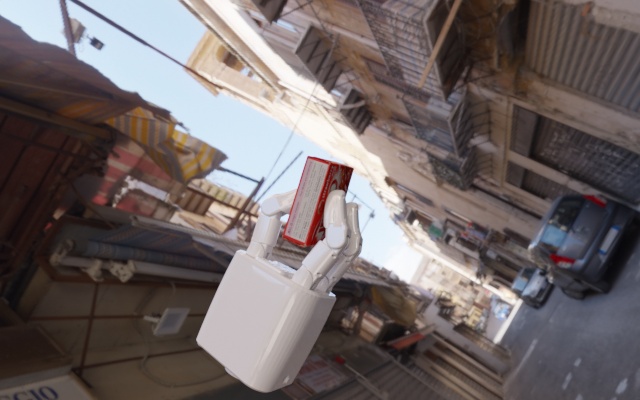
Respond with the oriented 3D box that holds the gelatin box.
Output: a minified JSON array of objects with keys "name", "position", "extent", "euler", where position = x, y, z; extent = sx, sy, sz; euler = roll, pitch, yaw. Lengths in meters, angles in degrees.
[{"name":"gelatin box","position":[0.000,0.001,0.498],"extent":[0.030,0.089,0.073],"euler":[19,6,22]}]
